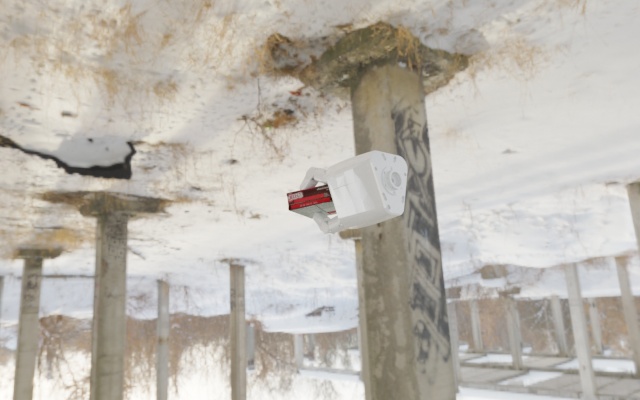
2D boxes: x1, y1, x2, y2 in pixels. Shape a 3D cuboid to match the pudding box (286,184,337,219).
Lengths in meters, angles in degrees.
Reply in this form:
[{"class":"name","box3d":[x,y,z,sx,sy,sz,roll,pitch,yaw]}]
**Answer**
[{"class":"pudding box","box3d":[0.000,0.003,0.899,0.090,0.039,0.113,-11,-16,20]}]
